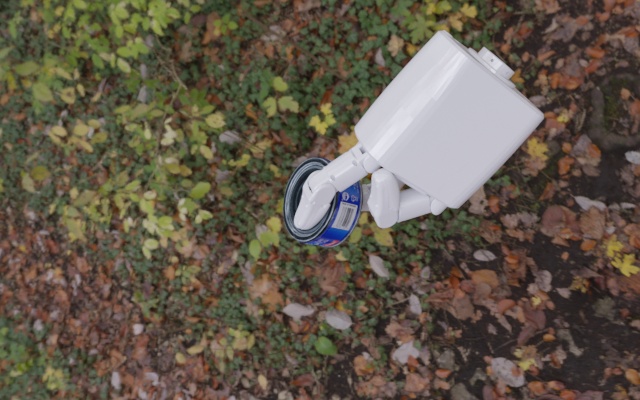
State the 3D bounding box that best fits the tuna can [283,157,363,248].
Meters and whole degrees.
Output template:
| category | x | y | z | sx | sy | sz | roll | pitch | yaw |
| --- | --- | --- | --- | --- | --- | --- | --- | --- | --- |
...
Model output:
| category | x | y | z | sx | sy | sz | roll | pitch | yaw |
| --- | --- | --- | --- | --- | --- | --- | --- | --- | --- |
| tuna can | 0.000 | 0.001 | 0.468 | 0.034 | 0.086 | 0.086 | 13 | -8 | -38 |
